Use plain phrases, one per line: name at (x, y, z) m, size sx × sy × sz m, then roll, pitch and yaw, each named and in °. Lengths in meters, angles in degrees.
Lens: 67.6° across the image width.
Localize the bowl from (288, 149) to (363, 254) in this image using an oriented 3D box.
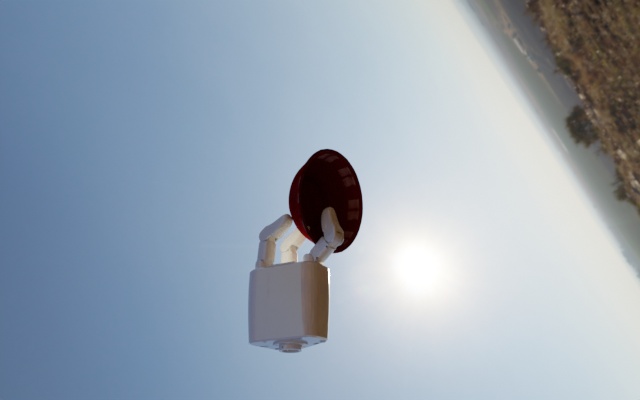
bowl at (0.000, 0.001, 0.749) m, size 0.055 × 0.162 × 0.162 m, roll -5°, pitch -3°, yaw 39°
